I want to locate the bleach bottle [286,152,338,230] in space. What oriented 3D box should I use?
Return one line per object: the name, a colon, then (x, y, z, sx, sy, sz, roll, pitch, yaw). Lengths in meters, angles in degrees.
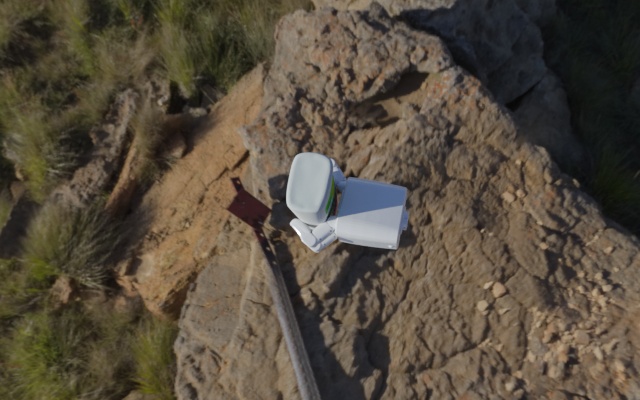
bleach bottle: (0.000, 0.003, 0.862, 0.068, 0.102, 0.251, 9, -13, 11)
